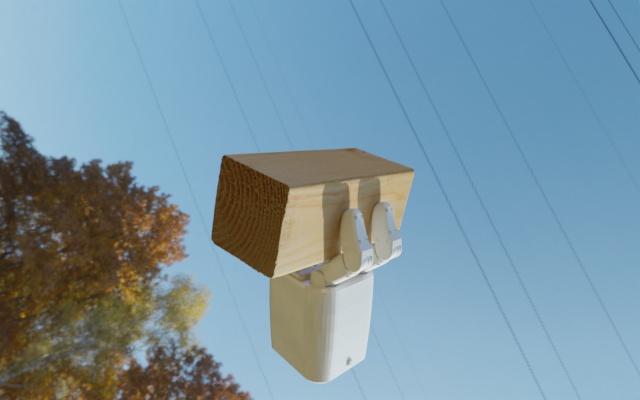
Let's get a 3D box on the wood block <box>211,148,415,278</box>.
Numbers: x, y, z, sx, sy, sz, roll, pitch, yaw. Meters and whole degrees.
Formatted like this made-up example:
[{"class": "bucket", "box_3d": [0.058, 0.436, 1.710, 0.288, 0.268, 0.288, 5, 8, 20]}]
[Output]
[{"class": "wood block", "box_3d": [0.000, 0.002, 0.500, 0.091, 0.090, 0.206, 24, 21, 35]}]
